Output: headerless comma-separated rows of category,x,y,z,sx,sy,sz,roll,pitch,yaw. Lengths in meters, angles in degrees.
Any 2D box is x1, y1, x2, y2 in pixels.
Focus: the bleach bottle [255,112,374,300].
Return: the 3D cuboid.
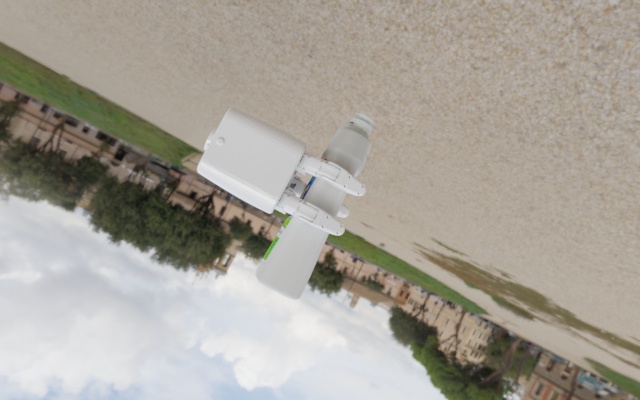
bleach bottle,0.000,0.002,0.632,0.068,0.251,0.102,28,-3,-5
